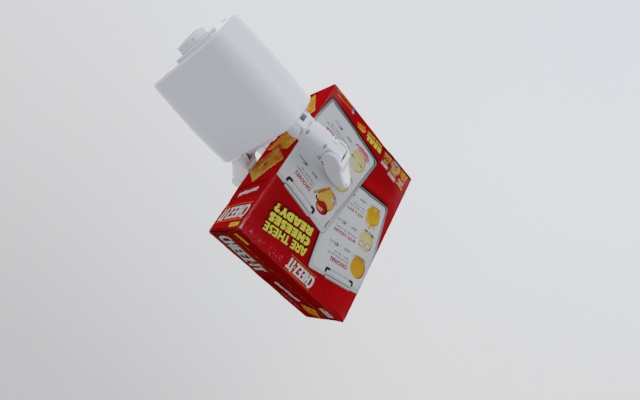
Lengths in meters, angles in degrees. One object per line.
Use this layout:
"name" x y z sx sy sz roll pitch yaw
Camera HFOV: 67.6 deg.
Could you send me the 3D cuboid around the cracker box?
"cracker box" 0.000 0.002 0.545 0.072 0.213 0.164 -10 -48 49
